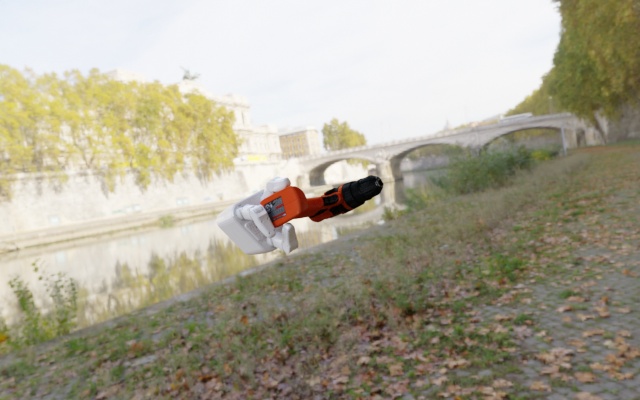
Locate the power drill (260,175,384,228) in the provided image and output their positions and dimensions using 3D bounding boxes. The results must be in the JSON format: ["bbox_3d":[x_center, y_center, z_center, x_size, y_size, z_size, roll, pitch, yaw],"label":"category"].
[{"bbox_3d":[0.000,0.003,0.867,0.187,0.057,0.184,-4,-18,-47],"label":"power drill"}]
